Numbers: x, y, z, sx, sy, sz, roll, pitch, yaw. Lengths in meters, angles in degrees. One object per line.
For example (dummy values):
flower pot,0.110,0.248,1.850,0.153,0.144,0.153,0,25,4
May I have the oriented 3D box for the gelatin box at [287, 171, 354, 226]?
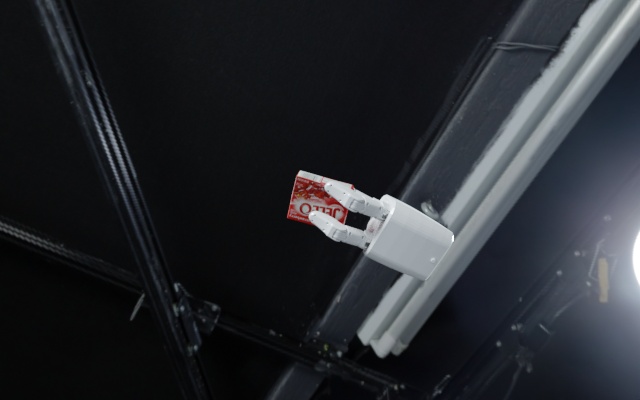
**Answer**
gelatin box,0.000,0.002,0.734,0.089,0.073,0.030,16,24,4
